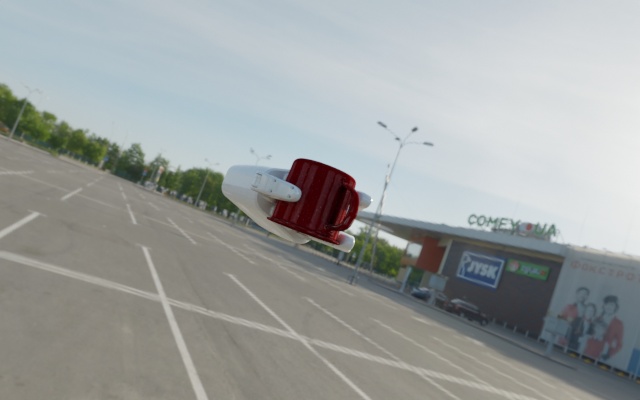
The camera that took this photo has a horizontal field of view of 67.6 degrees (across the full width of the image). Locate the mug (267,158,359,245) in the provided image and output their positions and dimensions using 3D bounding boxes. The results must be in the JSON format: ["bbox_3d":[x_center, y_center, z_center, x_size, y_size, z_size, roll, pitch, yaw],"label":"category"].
[{"bbox_3d":[0.001,0.002,0.564,0.093,0.081,0.117,25,-7,-38],"label":"mug"}]
